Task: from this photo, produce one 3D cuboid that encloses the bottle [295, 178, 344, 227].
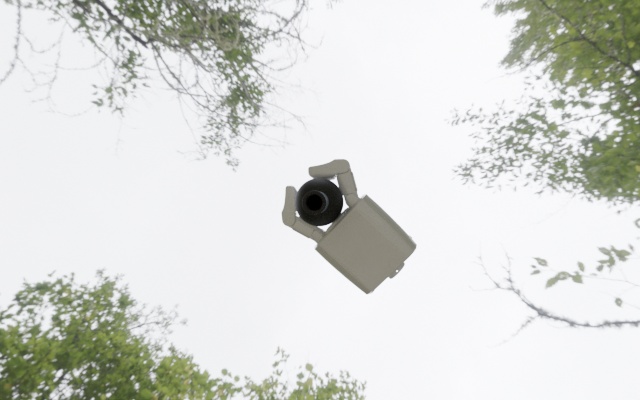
[{"bbox_3d":[0.000,0.002,0.686,0.069,0.069,0.295,0,0,3],"label":"bottle"}]
